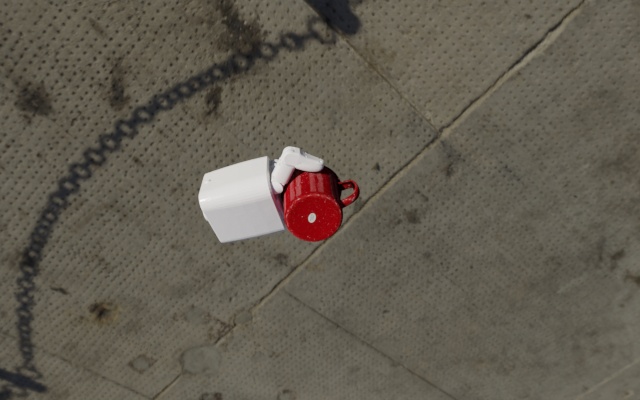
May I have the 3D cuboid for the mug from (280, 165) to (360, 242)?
[{"bbox_3d":[0.002,0.002,0.684,0.117,0.093,0.081,-16,30,5],"label":"mug"}]
